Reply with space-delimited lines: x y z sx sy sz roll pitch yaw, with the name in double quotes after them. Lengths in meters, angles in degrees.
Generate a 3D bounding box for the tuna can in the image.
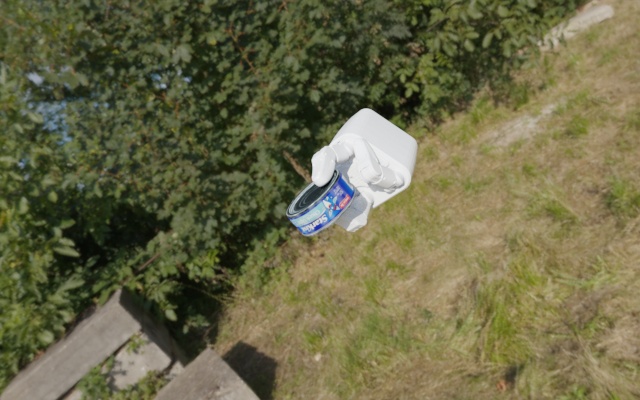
0.000 0.002 0.581 0.086 0.034 0.086 -38 17 13 "tuna can"
